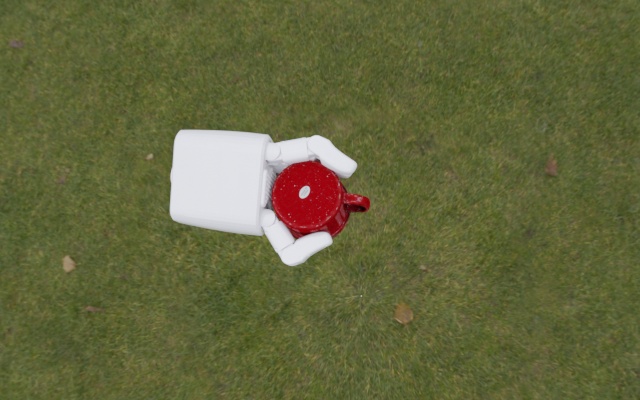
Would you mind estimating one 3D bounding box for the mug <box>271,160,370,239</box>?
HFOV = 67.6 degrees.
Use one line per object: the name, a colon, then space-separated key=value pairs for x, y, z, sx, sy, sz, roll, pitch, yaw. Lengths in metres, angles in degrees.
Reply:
mug: x=0.001 y=0.002 z=0.566 sx=0.117 sy=0.093 sz=0.081 roll=5 pitch=-11 yaw=7
